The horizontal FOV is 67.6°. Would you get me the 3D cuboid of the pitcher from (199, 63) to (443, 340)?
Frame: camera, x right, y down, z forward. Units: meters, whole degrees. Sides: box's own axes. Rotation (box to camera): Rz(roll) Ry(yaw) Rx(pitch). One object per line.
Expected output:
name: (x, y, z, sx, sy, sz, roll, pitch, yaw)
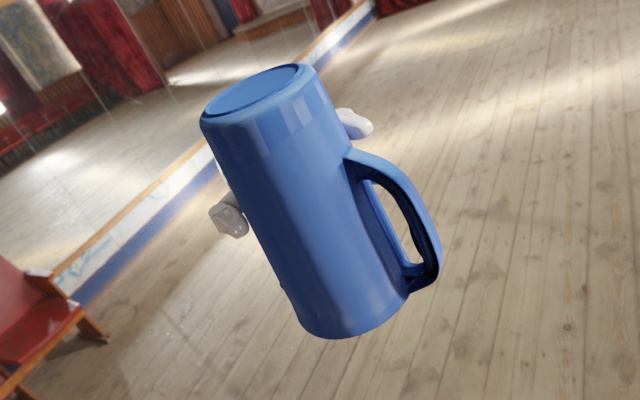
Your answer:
pitcher: (0.000, 0.001, 0.446, 0.149, 0.243, 0.145, -30, 29, -8)
